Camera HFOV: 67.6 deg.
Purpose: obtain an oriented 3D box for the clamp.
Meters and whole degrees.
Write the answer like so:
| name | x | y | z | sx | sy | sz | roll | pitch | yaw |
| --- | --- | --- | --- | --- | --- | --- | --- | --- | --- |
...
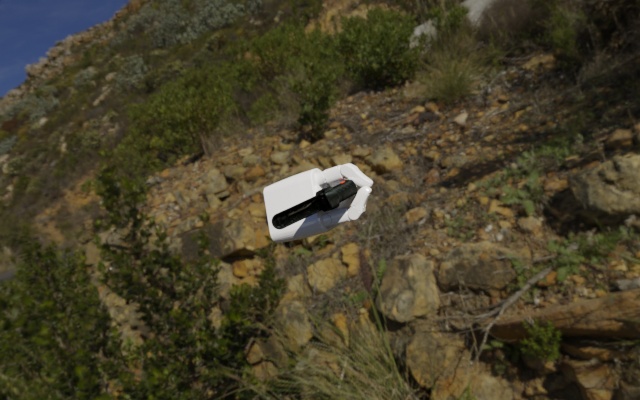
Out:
| name | x | y | z | sx | sy | sz | roll | pitch | yaw |
| --- | --- | --- | --- | --- | --- | --- | --- | --- | --- |
| clamp | 0.000 | 0.002 | 0.755 | 0.120 | 0.039 | 0.171 | -17 | 3 | 24 |
